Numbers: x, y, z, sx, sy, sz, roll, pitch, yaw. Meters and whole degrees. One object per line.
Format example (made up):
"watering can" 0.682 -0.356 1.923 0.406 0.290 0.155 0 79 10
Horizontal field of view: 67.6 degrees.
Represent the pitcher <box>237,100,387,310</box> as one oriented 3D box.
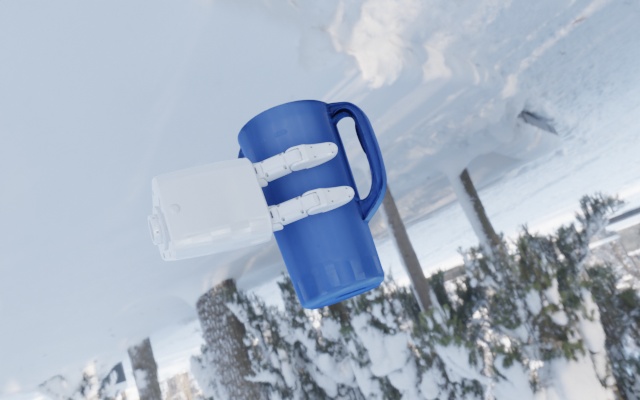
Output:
"pitcher" 0.000 0.002 0.600 0.145 0.242 0.149 -12 -16 -26
